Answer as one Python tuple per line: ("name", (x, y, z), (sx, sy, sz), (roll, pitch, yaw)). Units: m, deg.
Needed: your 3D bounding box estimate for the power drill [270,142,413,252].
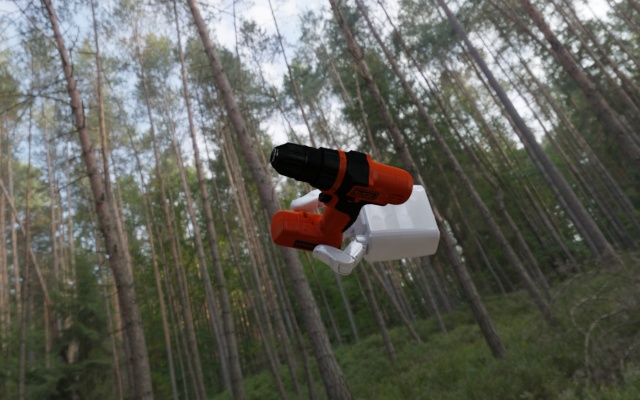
("power drill", (0.000, 0.002, 0.625), (0.184, 0.057, 0.188), (14, -34, -20))
